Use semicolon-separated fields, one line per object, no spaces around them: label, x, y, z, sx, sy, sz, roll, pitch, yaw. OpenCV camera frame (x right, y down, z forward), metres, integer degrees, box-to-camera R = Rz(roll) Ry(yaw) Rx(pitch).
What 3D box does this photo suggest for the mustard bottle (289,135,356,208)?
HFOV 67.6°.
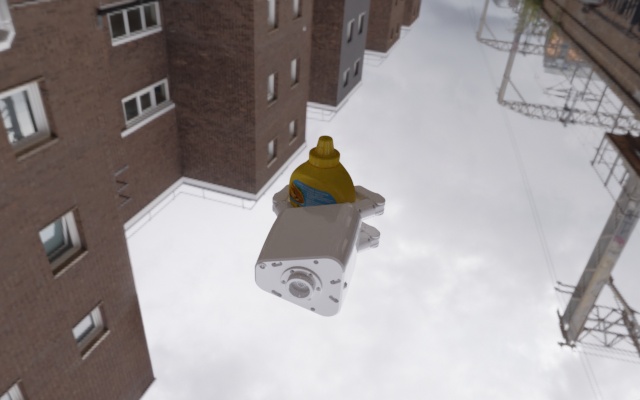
mustard bottle;0.000;0.002;0.651;0.096;0.192;0.058;24;38;29
